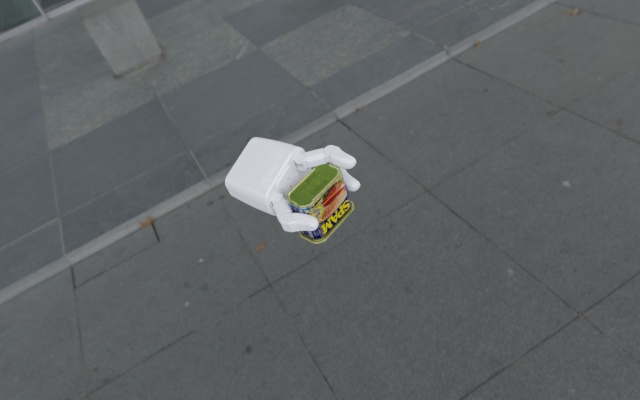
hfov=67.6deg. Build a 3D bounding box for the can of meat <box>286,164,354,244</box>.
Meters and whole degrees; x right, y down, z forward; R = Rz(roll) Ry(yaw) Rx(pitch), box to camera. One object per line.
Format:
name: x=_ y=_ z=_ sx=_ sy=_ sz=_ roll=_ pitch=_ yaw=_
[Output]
can of meat: x=0.000 y=0.002 z=0.759 sx=0.057 sy=0.084 sz=0.102 roll=24 pitch=58 yaw=37
